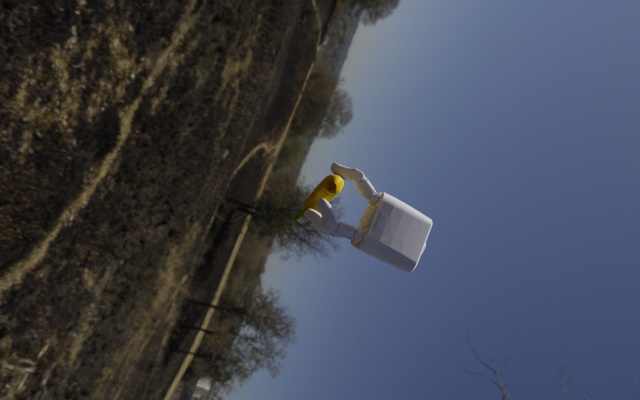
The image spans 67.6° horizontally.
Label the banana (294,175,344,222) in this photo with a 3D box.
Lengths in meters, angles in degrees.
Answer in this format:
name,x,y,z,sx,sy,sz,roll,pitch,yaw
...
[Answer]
name,x,y,z,sx,sy,sz,roll,pitch,yaw
banana,0.007,-0.010,0.871,0.037,0.069,0.198,33,-28,-6
